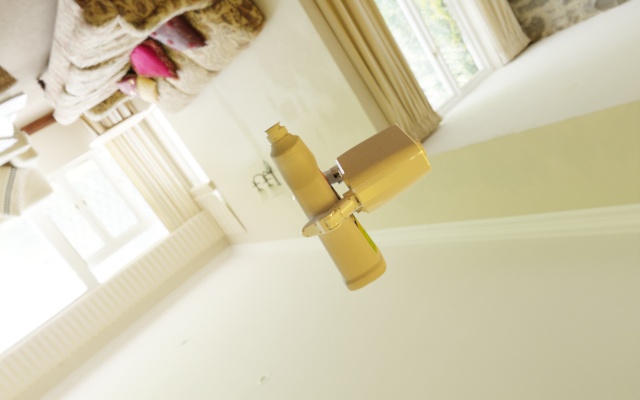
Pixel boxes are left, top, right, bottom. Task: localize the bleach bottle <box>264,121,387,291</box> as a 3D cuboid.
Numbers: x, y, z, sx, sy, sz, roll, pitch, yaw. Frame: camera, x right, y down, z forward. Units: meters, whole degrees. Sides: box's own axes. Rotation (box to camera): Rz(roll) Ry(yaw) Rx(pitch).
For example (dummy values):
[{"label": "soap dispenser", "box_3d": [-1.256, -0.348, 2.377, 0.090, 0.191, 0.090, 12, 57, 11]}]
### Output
[{"label": "bleach bottle", "box_3d": [0.000, 0.002, 0.680, 0.068, 0.251, 0.102, -32, 13, 6]}]
